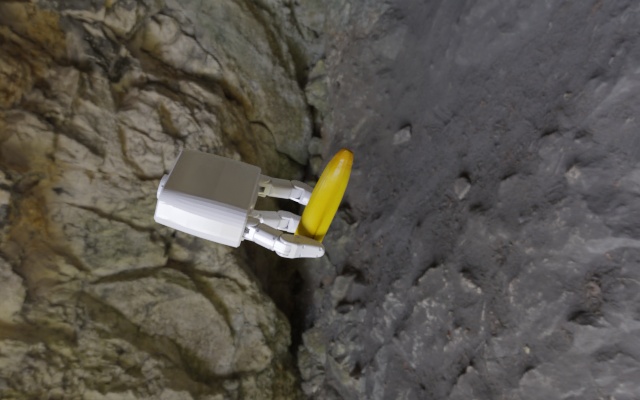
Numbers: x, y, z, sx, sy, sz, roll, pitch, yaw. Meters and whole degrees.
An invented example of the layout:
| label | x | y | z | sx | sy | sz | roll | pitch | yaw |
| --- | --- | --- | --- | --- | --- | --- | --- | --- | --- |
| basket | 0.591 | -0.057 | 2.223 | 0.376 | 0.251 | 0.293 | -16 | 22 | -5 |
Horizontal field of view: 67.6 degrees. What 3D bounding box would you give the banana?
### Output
| label | x | y | z | sx | sy | sz | roll | pitch | yaw |
| --- | --- | --- | --- | --- | --- | --- | --- | --- | --- |
| banana | -0.004 | 0.018 | 0.608 | 0.037 | 0.069 | 0.198 | 19 | -40 | -5 |
